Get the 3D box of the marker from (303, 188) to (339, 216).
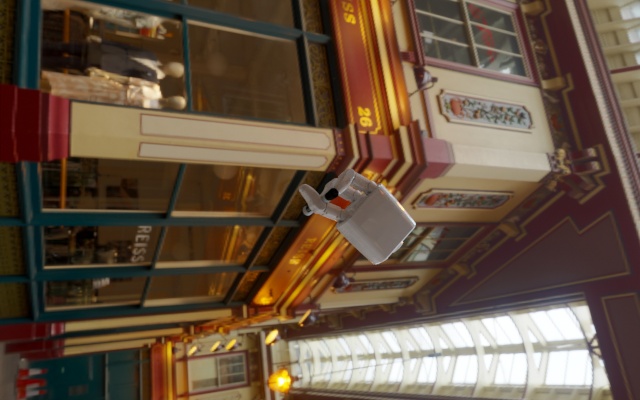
[{"bbox_3d":[0.000,0.003,0.884,0.020,0.020,0.121,0,-17,-28],"label":"marker"}]
